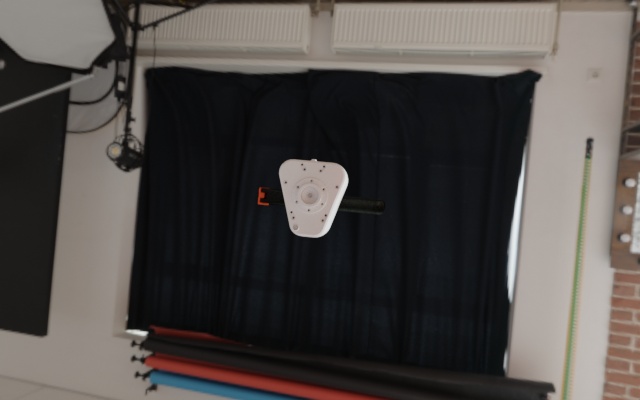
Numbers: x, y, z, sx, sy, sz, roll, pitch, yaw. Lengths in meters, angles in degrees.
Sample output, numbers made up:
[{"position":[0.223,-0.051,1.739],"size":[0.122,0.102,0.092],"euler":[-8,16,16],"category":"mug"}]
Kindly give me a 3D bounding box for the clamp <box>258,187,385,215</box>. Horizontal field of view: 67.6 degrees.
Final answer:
[{"position":[-0.001,0.003,0.826],"size":[0.210,0.036,0.164],"euler":[5,-2,3],"category":"clamp"}]
